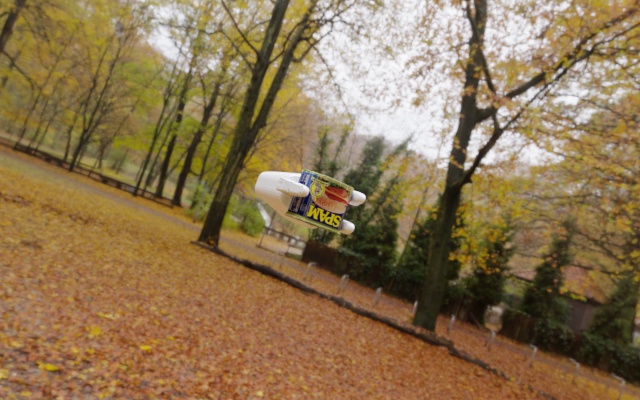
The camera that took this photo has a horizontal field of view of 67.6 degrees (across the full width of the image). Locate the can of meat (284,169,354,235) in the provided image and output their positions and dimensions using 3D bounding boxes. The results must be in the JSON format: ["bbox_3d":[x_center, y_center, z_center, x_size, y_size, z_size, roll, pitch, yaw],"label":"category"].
[{"bbox_3d":[0.000,0.002,0.814,0.102,0.084,0.057,23,-5,-33],"label":"can of meat"}]
